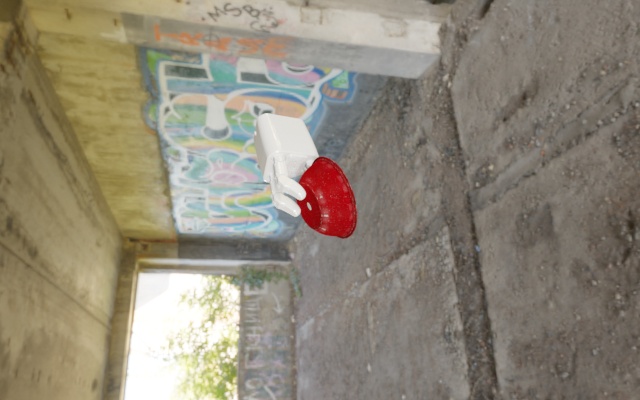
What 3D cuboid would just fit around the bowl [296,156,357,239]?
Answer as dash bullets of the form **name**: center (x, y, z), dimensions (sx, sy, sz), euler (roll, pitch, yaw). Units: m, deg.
- **bowl**: center (0.000, 0.004, 0.885), dimensions (0.055, 0.162, 0.162), euler (-20, 9, -27)
